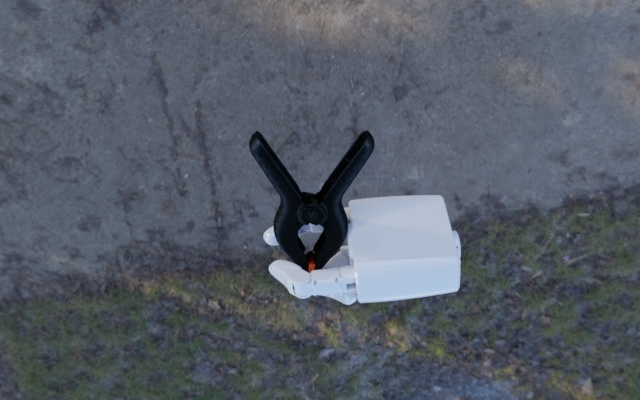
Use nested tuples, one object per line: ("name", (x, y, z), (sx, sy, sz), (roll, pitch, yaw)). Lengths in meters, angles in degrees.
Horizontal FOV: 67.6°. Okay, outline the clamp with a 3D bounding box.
("clamp", (0.000, 0.002, 0.494), (0.120, 0.172, 0.039), (-6, 32, 4))
